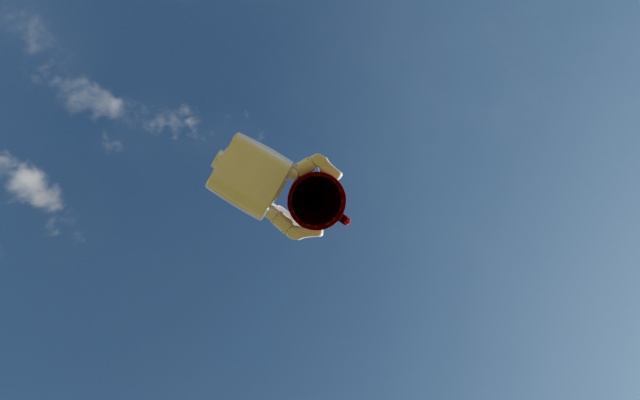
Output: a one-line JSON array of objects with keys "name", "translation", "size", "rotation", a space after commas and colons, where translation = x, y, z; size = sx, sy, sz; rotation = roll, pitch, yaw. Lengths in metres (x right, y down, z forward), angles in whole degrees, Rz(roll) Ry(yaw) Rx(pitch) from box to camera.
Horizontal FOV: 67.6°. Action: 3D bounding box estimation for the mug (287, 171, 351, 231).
[{"name": "mug", "translation": [0.001, 0.003, 0.787], "size": [0.117, 0.093, 0.081], "rotation": [32, 3, -9]}]
